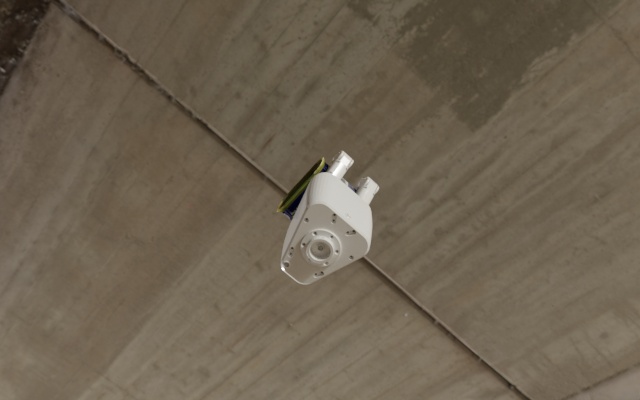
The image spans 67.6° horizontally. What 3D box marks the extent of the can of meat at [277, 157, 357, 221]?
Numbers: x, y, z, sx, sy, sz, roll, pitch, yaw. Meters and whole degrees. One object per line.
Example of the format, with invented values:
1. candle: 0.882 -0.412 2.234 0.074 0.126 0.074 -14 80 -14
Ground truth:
1. can of meat: 0.000 0.003 0.710 0.084 0.102 0.057 41 16 -10
